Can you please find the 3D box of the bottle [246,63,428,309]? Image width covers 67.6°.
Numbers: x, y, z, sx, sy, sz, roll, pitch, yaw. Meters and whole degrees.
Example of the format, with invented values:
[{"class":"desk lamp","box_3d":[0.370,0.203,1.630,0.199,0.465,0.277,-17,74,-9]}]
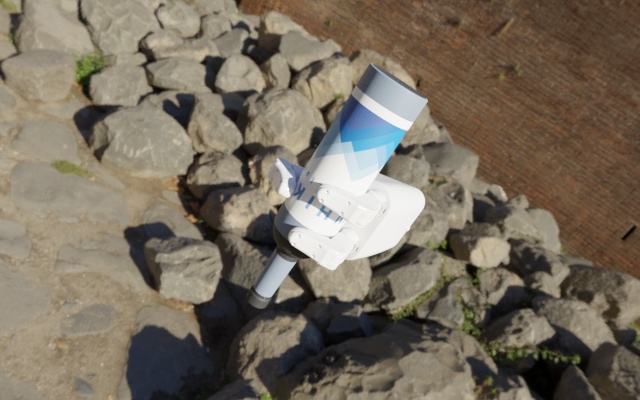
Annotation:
[{"class":"bottle","box_3d":[0.000,0.001,0.508,0.069,0.296,0.069,29,21,-12]}]
